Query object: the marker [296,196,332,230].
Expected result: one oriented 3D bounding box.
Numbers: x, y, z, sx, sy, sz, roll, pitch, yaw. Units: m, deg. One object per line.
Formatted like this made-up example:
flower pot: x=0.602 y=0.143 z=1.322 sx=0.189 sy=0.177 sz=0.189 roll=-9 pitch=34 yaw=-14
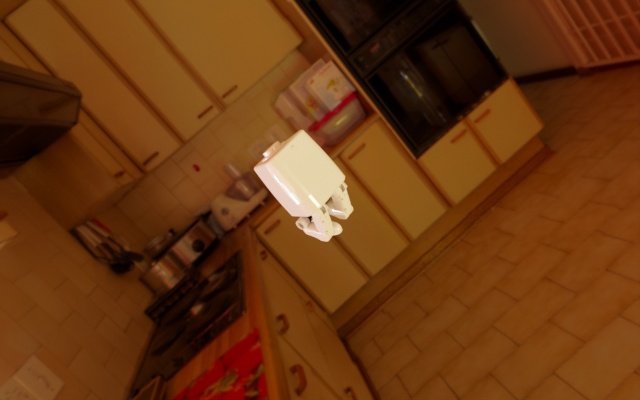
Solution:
marker: x=0.000 y=0.003 z=0.810 sx=0.020 sy=0.020 sz=0.121 roll=0 pitch=40 yaw=46
